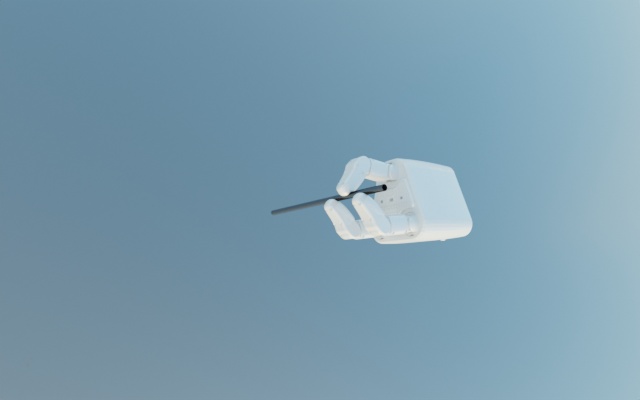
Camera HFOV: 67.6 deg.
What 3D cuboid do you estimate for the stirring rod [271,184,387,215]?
[{"bbox_3d":[0.000,0.002,0.628,0.011,0.011,0.239,0,-8,-37],"label":"stirring rod"}]
